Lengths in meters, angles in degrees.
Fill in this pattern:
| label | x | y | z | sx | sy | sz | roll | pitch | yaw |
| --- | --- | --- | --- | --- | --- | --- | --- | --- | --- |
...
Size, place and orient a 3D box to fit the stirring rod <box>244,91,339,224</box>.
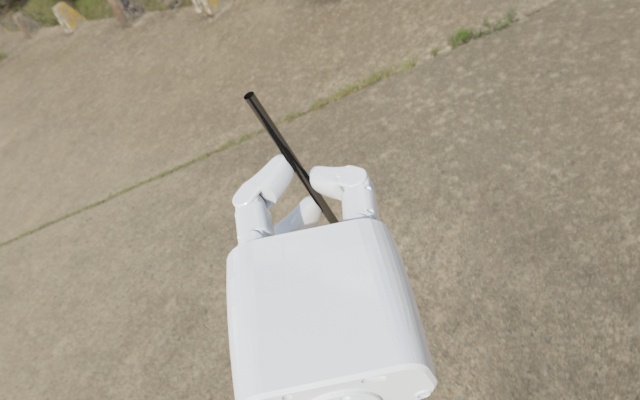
| label | x | y | z | sx | sy | sz | roll | pitch | yaw |
| --- | --- | --- | --- | --- | --- | --- | --- | --- | --- |
| stirring rod | 0.000 | 0.001 | 0.408 | 0.011 | 0.011 | 0.240 | 0 | -37 | 31 |
